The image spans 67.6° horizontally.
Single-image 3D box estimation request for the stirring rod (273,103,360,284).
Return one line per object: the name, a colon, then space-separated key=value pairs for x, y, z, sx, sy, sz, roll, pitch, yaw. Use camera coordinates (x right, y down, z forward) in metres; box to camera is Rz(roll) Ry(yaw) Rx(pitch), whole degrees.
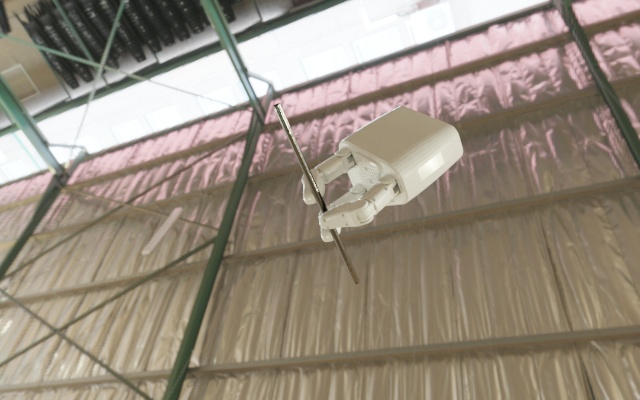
stirring rod: x=0.000 y=0.002 z=0.536 sx=0.011 sy=0.240 sz=0.011 roll=-19 pitch=26 yaw=10
